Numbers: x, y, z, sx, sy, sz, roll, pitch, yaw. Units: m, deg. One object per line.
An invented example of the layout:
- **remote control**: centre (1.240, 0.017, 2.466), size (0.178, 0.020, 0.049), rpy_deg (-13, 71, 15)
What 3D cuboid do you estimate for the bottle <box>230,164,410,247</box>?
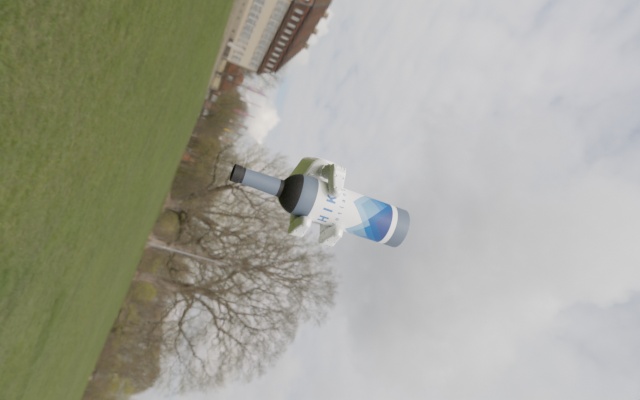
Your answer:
- **bottle**: centre (0.000, 0.003, 0.763), size (0.296, 0.069, 0.069), rpy_deg (19, -6, -17)
